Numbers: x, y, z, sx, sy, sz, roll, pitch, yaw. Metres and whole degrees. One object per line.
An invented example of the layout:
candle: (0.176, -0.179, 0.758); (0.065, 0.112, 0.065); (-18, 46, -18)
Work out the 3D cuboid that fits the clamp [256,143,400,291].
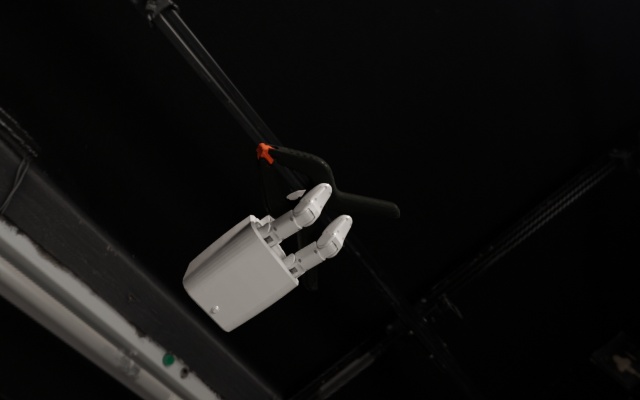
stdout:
clamp: (-0.001, 0.001, 0.606); (0.164, 0.210, 0.036); (-36, 29, -3)
